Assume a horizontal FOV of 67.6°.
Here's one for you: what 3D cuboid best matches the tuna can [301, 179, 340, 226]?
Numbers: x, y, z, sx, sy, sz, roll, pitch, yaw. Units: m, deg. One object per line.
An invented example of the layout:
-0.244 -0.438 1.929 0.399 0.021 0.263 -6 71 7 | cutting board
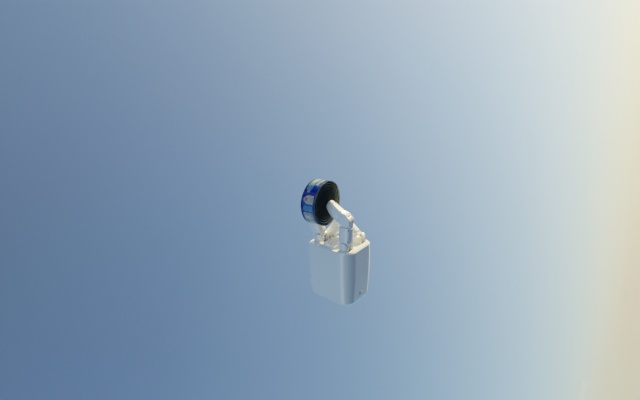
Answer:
0.000 0.003 0.897 0.034 0.086 0.086 11 6 32 | tuna can
